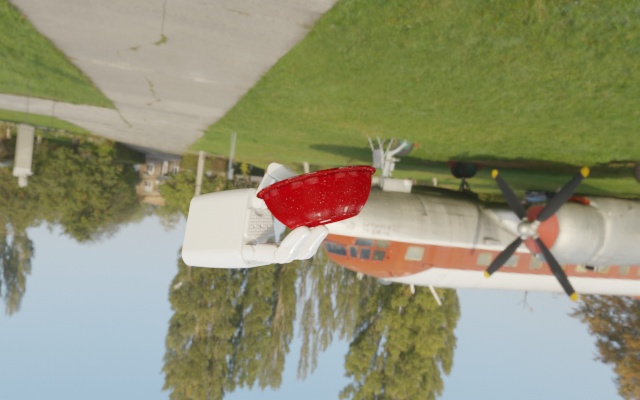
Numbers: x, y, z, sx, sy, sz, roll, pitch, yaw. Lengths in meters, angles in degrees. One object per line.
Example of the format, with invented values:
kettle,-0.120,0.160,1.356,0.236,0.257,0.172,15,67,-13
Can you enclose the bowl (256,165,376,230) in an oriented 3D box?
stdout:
bowl,0.001,0.002,0.627,0.162,0.055,0.162,-13,-8,-2
